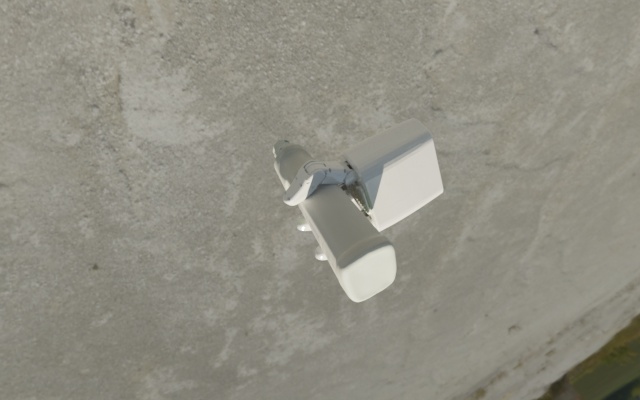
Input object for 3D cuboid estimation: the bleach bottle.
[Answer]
[{"bbox_3d":[0.000,0.002,0.600,0.068,0.250,0.103,-29,-37,-8],"label":"bleach bottle"}]
